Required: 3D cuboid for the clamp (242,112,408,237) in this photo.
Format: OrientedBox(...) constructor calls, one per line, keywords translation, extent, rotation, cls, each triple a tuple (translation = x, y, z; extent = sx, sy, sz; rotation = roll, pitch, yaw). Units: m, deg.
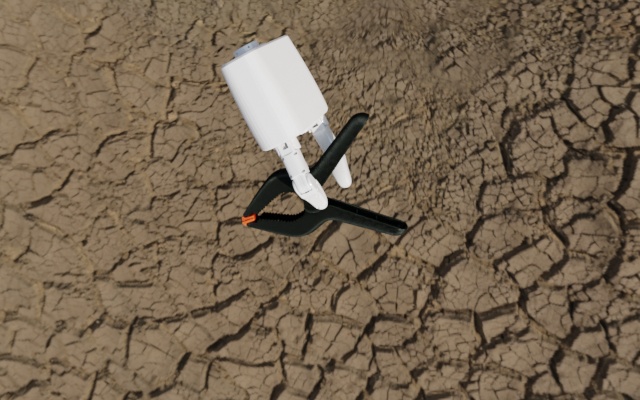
OrientedBox(translation=(-0.001, 0.002, 0.615), extent=(0.210, 0.164, 0.036), rotation=(-24, 15, 17), cls="clamp")
